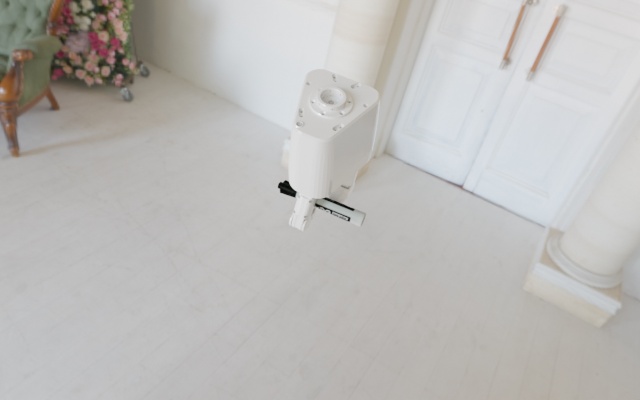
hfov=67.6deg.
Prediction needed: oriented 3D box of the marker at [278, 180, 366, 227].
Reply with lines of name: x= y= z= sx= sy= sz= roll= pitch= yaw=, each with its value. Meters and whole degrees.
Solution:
marker: x=0.000 y=0.002 z=0.617 sx=0.121 sy=0.020 sz=0.020 roll=23 pitch=4 yaw=11
